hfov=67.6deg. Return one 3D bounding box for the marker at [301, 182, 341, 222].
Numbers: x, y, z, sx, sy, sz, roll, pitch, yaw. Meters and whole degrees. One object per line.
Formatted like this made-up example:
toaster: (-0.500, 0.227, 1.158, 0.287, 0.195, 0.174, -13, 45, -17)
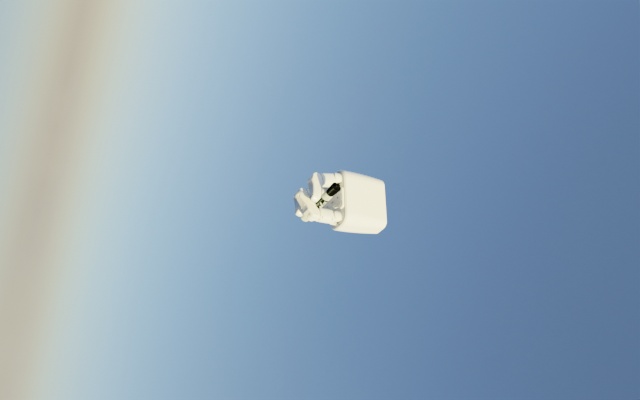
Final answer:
marker: (0.000, 0.003, 0.884, 0.020, 0.020, 0.121, 0, -30, -37)
